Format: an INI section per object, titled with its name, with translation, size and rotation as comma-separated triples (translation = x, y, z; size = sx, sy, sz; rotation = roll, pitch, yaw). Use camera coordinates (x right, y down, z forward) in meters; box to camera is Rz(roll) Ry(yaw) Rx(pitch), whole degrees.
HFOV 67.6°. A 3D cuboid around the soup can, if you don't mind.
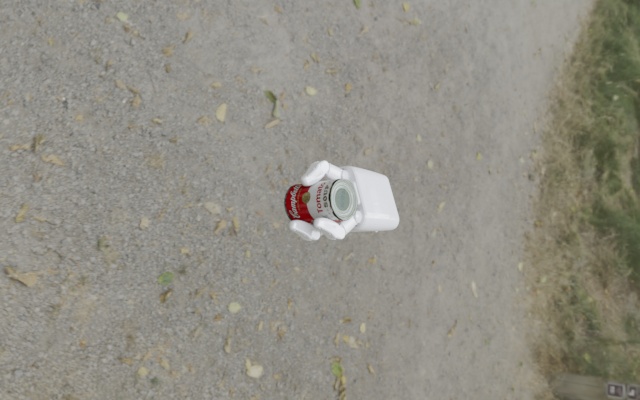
[soup can]
translation = 0.000, 0.002, 0.770
size = 0.102, 0.068, 0.068
rotation = -6, -4, 43
